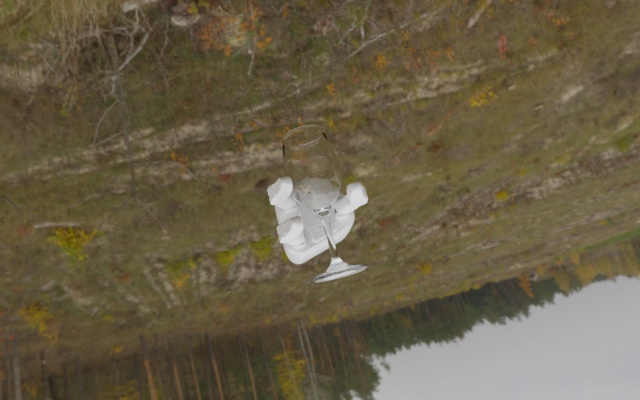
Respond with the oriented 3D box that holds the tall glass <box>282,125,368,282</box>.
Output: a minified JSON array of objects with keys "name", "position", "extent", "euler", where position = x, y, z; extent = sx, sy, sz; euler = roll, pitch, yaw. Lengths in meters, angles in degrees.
[{"name":"tall glass","position":[0.000,0.003,0.638],"extent":[0.079,0.201,0.079],"euler":[-14,-16,-4]}]
